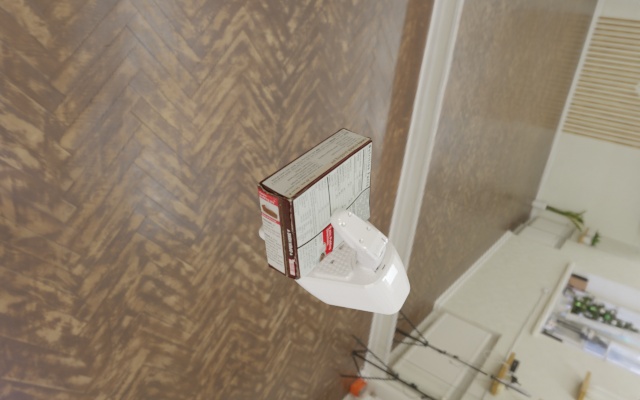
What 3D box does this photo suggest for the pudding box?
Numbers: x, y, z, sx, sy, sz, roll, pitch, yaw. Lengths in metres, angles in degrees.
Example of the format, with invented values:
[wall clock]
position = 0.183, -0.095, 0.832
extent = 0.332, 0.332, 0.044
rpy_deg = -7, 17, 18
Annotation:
[pudding box]
position = 0.000, 0.001, 0.414
extent = 0.039, 0.090, 0.113
rpy_deg = 22, 43, 30
